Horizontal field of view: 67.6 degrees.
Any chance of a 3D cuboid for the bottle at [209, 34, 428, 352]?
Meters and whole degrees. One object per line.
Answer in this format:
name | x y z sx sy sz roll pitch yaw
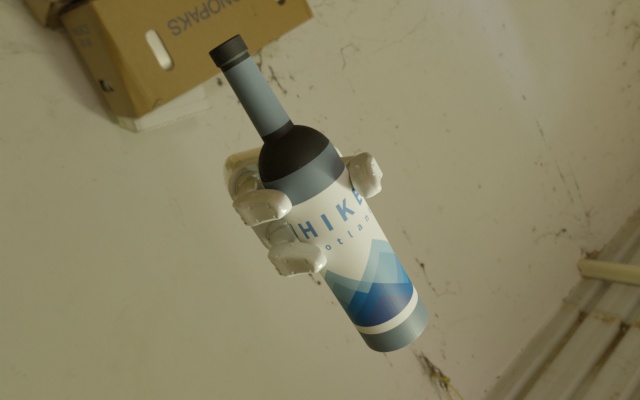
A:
bottle | 0.000 0.002 0.405 0.069 0.296 0.069 -27 21 11
